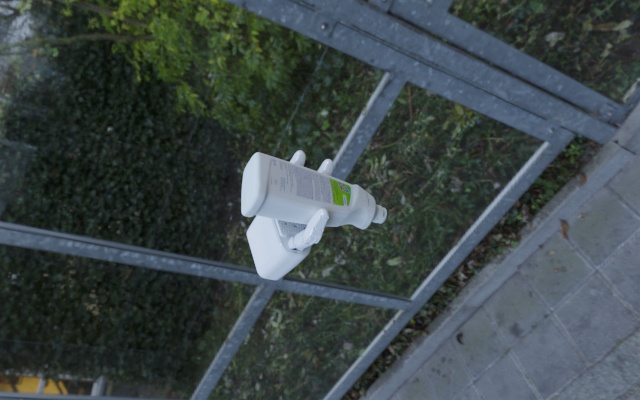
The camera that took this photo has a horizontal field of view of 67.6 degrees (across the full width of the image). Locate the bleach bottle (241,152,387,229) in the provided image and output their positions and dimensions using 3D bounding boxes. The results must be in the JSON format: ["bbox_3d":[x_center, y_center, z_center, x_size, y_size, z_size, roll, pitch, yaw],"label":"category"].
[{"bbox_3d":[0.000,0.002,0.778,0.251,0.102,0.068,16,-40,-26],"label":"bleach bottle"}]
